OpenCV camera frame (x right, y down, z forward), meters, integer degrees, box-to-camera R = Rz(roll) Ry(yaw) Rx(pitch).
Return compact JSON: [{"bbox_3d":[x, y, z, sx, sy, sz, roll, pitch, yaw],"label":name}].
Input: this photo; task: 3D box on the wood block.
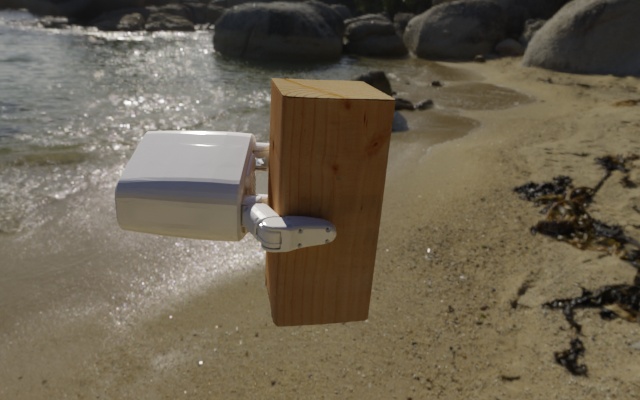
[{"bbox_3d":[0.000,0.001,0.436,0.090,0.206,0.090,-1,23,-12],"label":"wood block"}]
